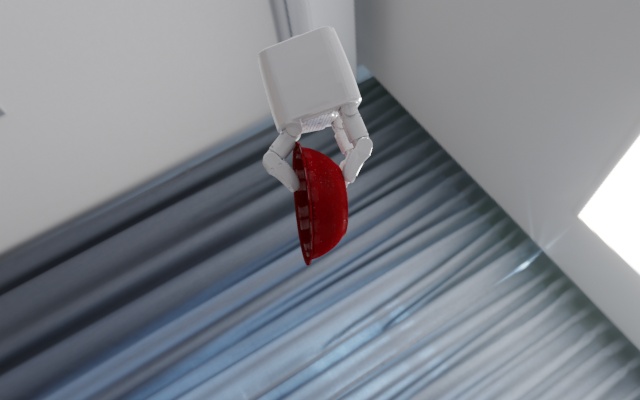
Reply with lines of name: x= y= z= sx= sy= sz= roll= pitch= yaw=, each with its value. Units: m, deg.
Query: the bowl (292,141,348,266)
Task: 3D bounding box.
bowl: x=0.001 y=0.003 z=0.623 sx=0.055 sy=0.162 sz=0.162 roll=-5 pitch=1 yaw=-9
